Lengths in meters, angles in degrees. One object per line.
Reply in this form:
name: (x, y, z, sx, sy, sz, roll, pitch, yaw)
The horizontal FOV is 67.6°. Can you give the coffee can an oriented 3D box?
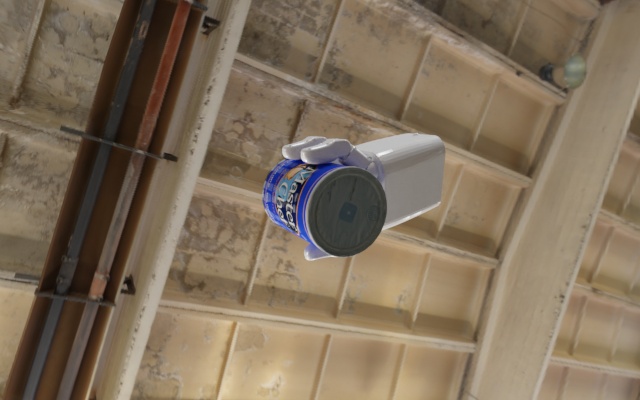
coffee can: (0.000, 0.002, 0.588, 0.103, 0.103, 0.140, 0, 10, -28)
